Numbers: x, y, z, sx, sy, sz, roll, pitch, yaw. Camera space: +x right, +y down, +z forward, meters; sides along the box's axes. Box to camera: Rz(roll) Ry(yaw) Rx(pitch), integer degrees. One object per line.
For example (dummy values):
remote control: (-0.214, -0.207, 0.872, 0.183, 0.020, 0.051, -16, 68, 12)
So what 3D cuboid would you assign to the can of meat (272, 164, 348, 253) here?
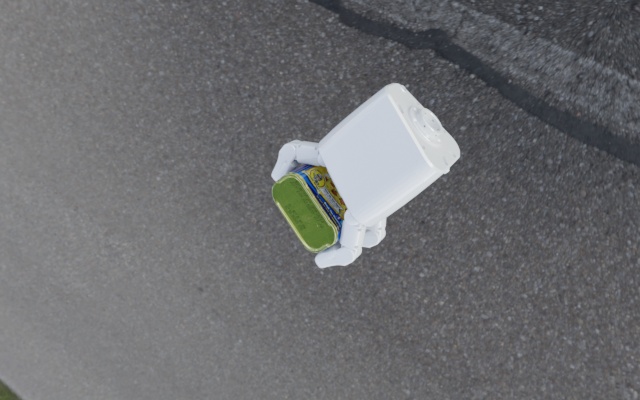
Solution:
can of meat: (0.000, 0.002, 0.572, 0.057, 0.102, 0.084, -35, -1, 36)
